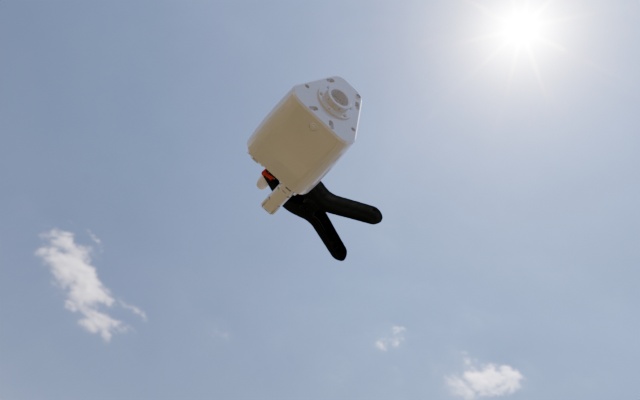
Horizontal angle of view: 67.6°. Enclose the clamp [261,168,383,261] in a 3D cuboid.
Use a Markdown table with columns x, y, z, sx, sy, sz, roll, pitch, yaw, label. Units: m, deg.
| x | y | z | sx | sy | sz | roll | pitch | yaw | label |
| --- | --- | --- | --- | --- | --- | --- | --- | --- | --- |
| 0.000 | 0.002 | 0.644 | 0.120 | 0.171 | 0.039 | -42 | 8 | 41 | clamp |
